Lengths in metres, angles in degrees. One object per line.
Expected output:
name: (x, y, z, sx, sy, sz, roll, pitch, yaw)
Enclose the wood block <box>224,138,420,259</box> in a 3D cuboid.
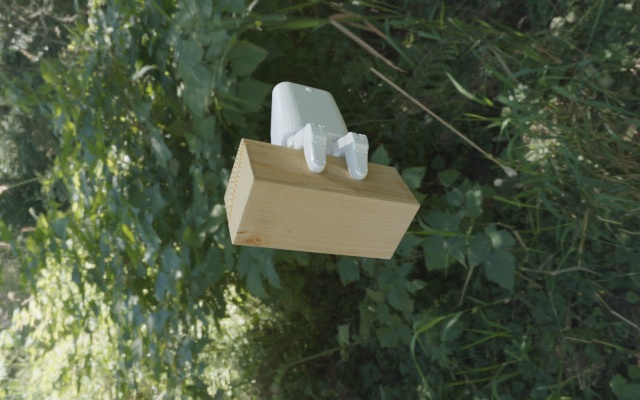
wood block: (0.000, 0.002, 0.576, 0.206, 0.091, 0.090, 8, 34, -24)
